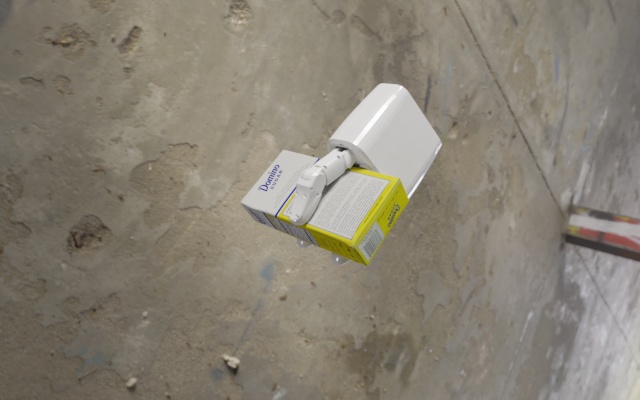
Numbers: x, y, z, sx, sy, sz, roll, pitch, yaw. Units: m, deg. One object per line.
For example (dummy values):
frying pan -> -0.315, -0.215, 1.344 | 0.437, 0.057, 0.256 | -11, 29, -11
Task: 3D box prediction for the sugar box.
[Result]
sugar box -> 0.000, 0.002, 0.543 | 0.176, 0.093, 0.048 | 17, -28, 42
